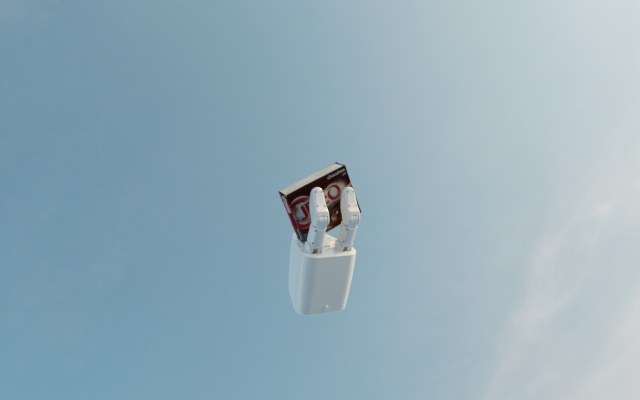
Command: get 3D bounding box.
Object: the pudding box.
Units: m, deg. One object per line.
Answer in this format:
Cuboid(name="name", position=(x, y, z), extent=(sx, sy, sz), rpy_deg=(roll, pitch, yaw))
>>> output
Cuboid(name="pudding box", position=(0.000, 0.003, 0.765), extent=(0.113, 0.090, 0.039), rpy_deg=(-30, 26, -18))
